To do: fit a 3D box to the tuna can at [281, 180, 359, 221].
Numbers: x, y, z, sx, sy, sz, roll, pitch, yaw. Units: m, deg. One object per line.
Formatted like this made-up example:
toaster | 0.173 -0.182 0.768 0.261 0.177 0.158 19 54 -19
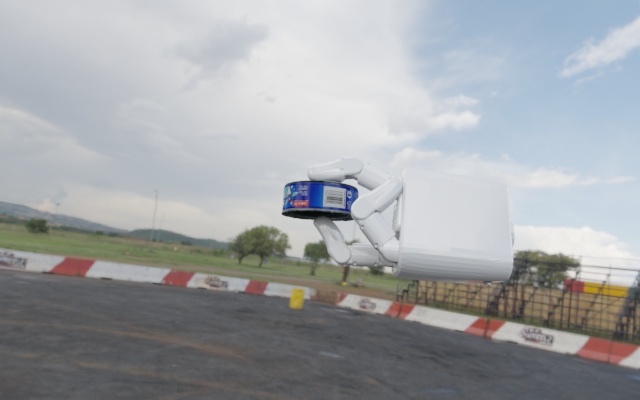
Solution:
tuna can | 0.000 0.001 0.535 0.086 0.033 0.086 3 -9 1
